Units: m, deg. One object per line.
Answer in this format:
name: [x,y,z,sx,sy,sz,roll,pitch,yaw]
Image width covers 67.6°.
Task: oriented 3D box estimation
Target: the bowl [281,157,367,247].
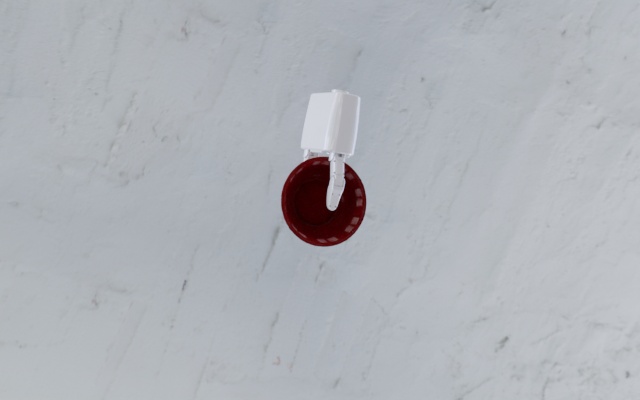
bowl: [0.000,0.004,0.872,0.162,0.162,0.055,0,-2,-19]
